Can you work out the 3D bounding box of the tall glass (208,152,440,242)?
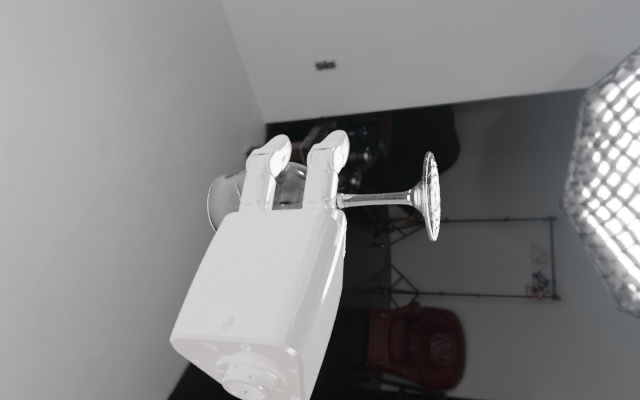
[{"bbox_3d":[0.001,0.001,0.429,0.201,0.079,0.079,-3,-1,22],"label":"tall glass"}]
